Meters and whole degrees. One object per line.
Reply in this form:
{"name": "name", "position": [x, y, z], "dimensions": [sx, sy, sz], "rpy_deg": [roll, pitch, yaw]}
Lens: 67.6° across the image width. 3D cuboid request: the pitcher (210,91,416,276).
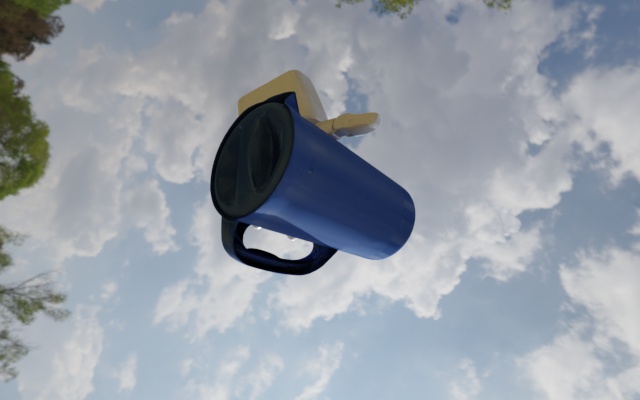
{"name": "pitcher", "position": [0.000, 0.002, 0.561], "dimensions": [0.149, 0.145, 0.243], "rpy_deg": [-39, -42, 27]}
